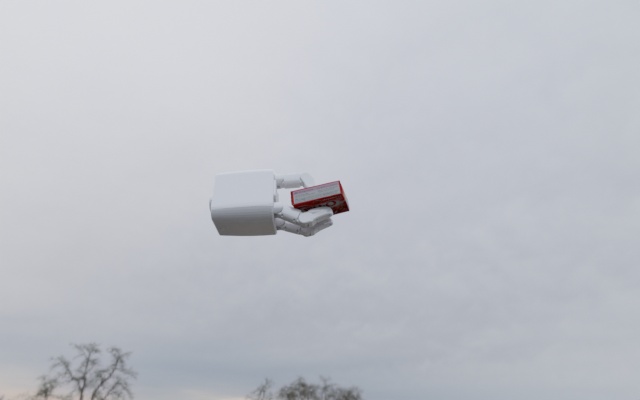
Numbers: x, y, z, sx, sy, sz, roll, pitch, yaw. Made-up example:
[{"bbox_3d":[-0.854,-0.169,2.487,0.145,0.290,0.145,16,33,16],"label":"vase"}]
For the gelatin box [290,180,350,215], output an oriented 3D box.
[{"bbox_3d":[0.000,0.002,0.825,0.089,0.030,0.073,-13,-28,8],"label":"gelatin box"}]
